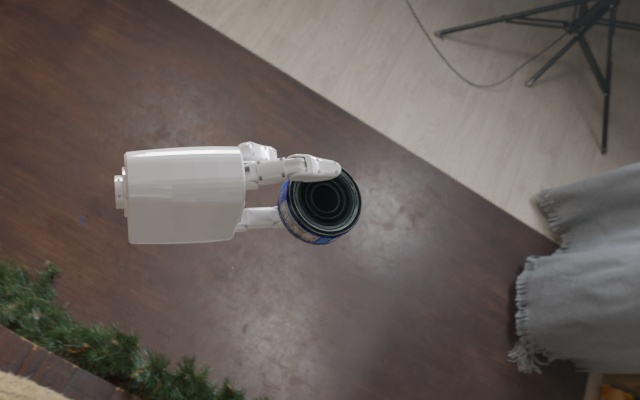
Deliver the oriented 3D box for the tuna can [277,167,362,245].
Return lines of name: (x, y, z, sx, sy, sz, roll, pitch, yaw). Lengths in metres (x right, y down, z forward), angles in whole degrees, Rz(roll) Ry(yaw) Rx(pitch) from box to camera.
tuna can: (0.000, 0.001, 0.504, 0.086, 0.086, 0.034, 0, -19, -24)
